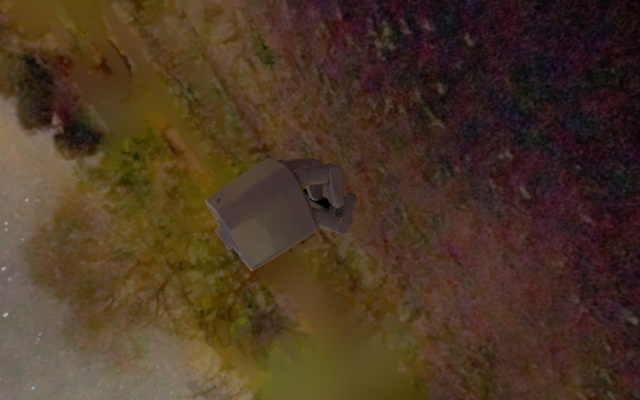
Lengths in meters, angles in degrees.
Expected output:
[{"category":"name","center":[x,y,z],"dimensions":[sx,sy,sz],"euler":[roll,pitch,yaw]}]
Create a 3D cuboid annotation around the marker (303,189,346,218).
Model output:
[{"category":"marker","center":[0.000,0.002,0.697],"dimensions":[0.020,0.020,0.121],"euler":[0,13,-26]}]
